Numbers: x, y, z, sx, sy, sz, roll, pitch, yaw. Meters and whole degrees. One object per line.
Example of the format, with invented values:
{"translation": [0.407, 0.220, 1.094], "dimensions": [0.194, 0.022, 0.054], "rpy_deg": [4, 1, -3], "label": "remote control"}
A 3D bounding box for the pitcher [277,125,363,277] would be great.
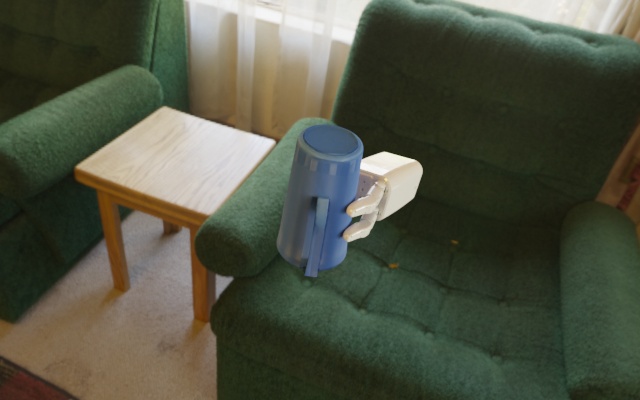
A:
{"translation": [0.000, 0.003, 0.824], "dimensions": [0.145, 0.243, 0.149], "rpy_deg": [-24, 49, -35], "label": "pitcher"}
